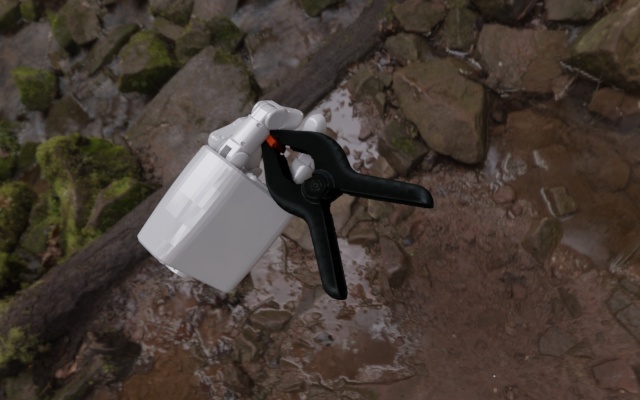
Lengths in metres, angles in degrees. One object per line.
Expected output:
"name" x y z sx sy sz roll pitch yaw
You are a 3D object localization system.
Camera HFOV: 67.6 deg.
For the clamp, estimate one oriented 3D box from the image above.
"clamp" 0.000 0.001 0.427 0.171 0.120 0.039 36 -3 27
